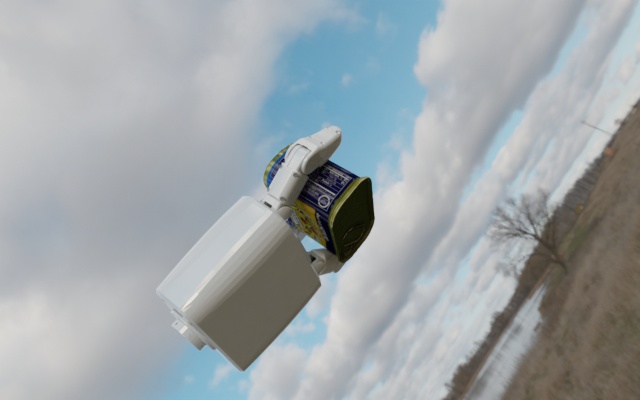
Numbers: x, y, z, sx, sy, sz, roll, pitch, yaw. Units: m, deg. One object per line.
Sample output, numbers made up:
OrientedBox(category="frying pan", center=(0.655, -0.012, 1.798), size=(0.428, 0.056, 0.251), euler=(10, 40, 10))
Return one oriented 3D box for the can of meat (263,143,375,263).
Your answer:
OrientedBox(category="can of meat", center=(0.000, 0.001, 0.453), size=(0.084, 0.057, 0.102), euler=(31, -22, 25))
